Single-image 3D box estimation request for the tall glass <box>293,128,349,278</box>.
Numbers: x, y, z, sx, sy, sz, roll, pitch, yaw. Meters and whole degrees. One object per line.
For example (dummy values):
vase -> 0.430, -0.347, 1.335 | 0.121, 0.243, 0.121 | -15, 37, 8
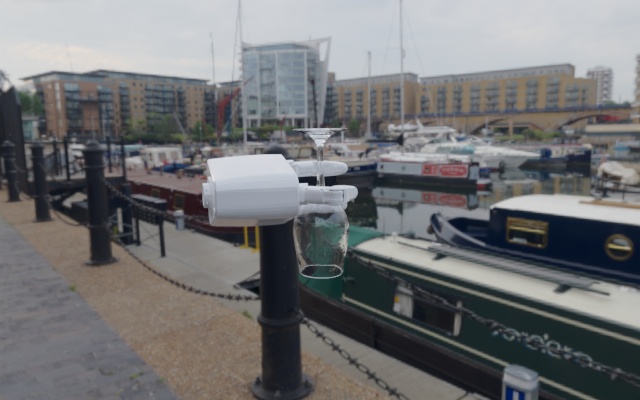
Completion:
tall glass -> 0.000, 0.001, 0.659 | 0.079, 0.201, 0.079 | -1, 8, 0
